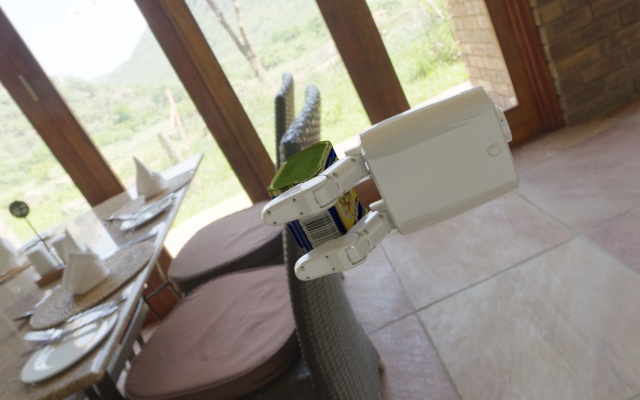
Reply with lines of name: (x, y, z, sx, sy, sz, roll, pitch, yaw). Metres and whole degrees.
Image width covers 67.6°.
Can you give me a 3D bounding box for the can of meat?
can of meat: (0.000, 0.001, 0.438, 0.057, 0.084, 0.102, -21, 20, 17)
